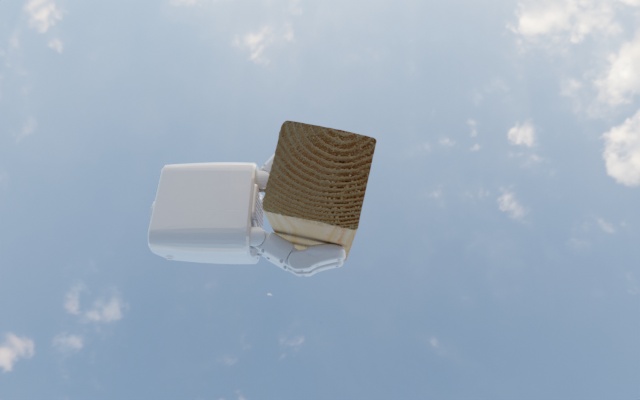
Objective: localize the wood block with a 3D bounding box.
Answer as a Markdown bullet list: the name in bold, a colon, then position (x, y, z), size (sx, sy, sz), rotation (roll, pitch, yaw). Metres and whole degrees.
- **wood block**: position (0.000, 0.001, 0.524), size (0.090, 0.090, 0.206), rotation (12, -14, 3)
